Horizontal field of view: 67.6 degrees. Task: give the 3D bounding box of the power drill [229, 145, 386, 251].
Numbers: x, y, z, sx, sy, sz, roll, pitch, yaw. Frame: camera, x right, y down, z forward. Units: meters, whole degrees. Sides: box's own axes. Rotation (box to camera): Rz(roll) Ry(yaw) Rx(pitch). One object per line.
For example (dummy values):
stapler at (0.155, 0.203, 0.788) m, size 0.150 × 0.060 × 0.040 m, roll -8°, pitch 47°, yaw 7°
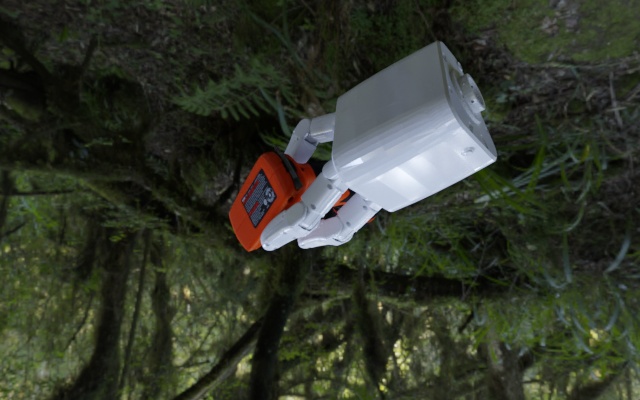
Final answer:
power drill at (0.000, 0.002, 0.518) m, size 0.187 × 0.057 × 0.184 m, roll -10°, pitch -33°, yaw -41°
